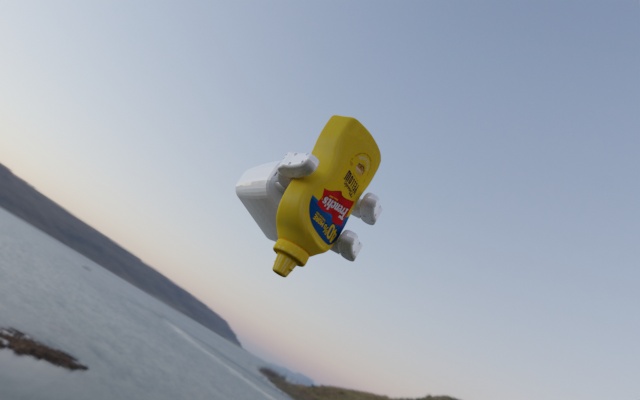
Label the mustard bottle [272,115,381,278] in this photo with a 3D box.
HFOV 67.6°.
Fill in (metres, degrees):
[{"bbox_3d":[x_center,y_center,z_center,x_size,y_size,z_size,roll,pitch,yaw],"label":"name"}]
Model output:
[{"bbox_3d":[0.000,0.002,0.549,0.058,0.191,0.096,17,-24,35],"label":"mustard bottle"}]
